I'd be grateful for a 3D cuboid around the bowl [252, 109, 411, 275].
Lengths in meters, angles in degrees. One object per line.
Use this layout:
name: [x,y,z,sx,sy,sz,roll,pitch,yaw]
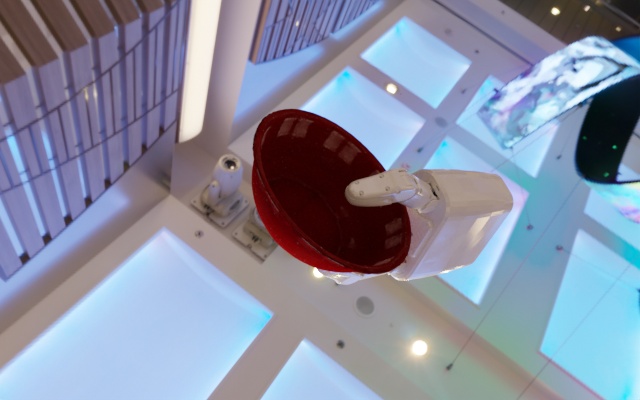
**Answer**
bowl: [-0.001,0.001,0.403,0.162,0.162,0.055,0,-33,-46]
